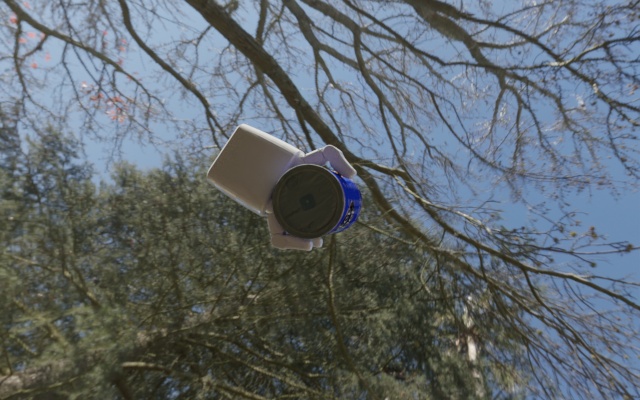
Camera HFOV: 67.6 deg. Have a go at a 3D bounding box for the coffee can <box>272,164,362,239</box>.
[{"bbox_3d":[0.000,0.002,0.715,0.103,0.103,0.140,0,-1,15],"label":"coffee can"}]
